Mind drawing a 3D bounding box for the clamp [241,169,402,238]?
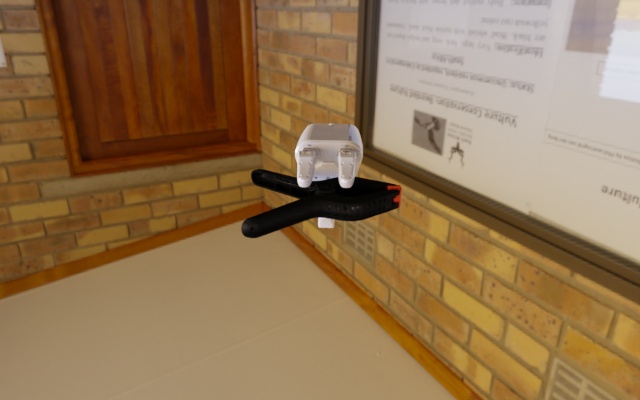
[{"bbox_3d":[0.001,0.003,0.616,0.210,0.036,0.164,2,28,3],"label":"clamp"}]
